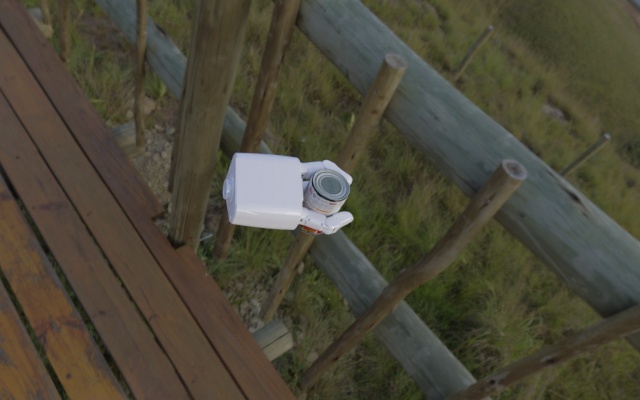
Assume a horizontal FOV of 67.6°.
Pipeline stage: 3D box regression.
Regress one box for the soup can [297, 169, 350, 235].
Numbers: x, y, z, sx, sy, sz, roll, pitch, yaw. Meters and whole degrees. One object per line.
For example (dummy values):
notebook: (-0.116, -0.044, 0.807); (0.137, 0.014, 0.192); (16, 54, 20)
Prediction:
soup can: (0.001, 0.003, 0.802); (0.068, 0.068, 0.102); (0, -35, -25)
